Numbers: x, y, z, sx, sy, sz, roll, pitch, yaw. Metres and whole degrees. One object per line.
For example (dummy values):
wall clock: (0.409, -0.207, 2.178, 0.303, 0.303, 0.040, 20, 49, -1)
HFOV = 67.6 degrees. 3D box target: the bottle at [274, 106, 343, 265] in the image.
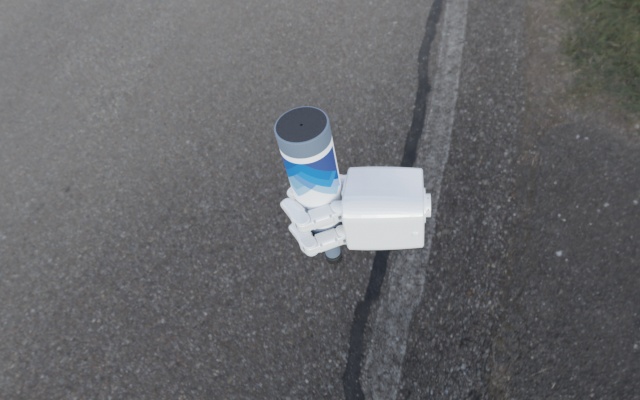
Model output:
bottle: (0.000, 0.002, 0.677, 0.069, 0.069, 0.296, 0, -39, 12)
